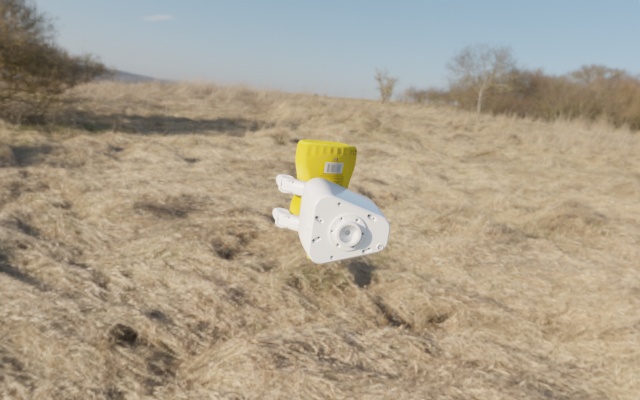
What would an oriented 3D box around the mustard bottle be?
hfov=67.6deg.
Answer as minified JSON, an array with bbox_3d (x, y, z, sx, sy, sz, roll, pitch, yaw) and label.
[{"bbox_3d":[0.000,0.002,0.763,0.096,0.192,0.058,0,14,-32],"label":"mustard bottle"}]
